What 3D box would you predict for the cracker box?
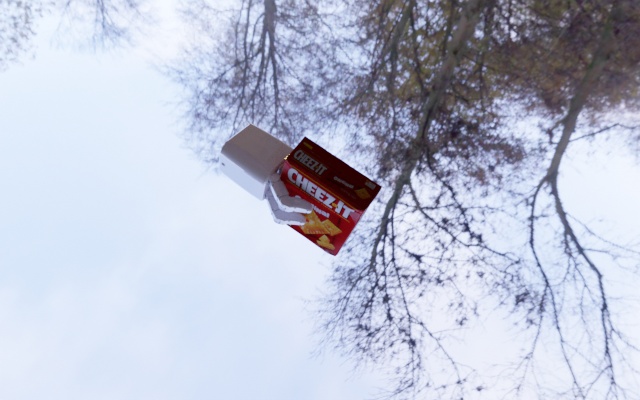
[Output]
[{"bbox_3d":[0.000,0.003,0.899,0.164,0.072,0.214,34,-30,6],"label":"cracker box"}]
